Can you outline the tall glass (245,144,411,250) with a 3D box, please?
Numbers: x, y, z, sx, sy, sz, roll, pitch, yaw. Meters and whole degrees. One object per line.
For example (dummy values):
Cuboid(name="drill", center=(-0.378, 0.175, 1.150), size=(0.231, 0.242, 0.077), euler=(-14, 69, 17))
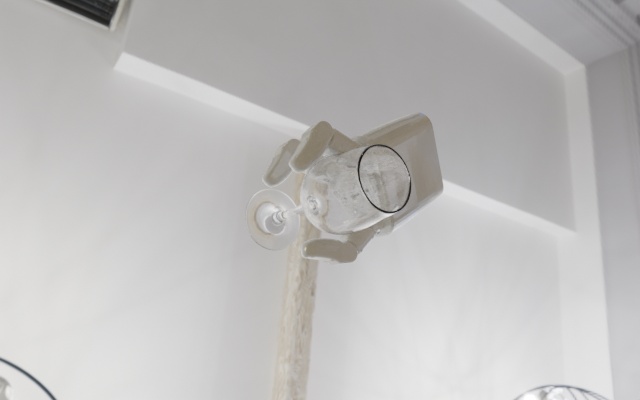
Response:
Cuboid(name="tall glass", center=(0.000, 0.002, 0.488), size=(0.079, 0.079, 0.201), euler=(0, -12, -35))
